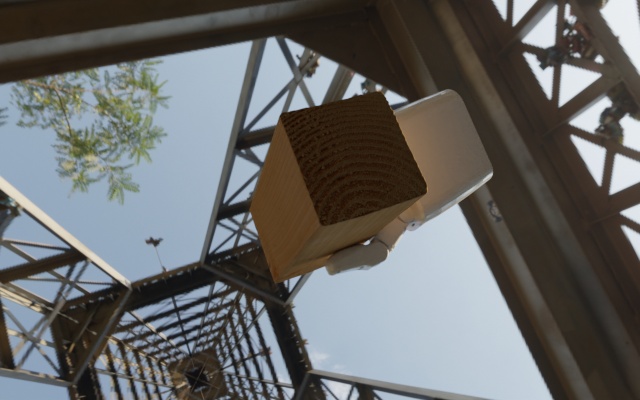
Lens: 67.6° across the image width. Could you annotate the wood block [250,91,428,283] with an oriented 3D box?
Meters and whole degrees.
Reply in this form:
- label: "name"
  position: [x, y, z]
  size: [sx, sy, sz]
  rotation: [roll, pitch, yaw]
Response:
- label: "wood block"
  position: [0.001, 0.002, 0.435]
  size: [0.090, 0.090, 0.206]
  rotation: [-17, -15, -20]
